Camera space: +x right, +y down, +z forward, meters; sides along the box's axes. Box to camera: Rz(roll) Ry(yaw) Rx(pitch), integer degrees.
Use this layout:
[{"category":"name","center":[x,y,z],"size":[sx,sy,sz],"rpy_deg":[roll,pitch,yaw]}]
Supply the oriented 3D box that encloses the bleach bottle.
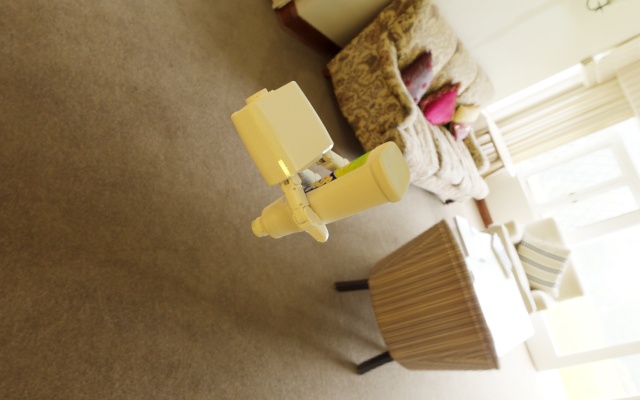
[{"category":"bleach bottle","center":[0.000,0.002,0.680],"size":[0.251,0.068,0.102],"rpy_deg":[-24,14,28]}]
